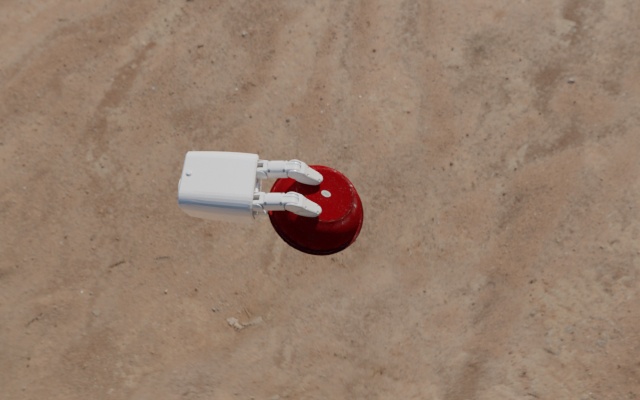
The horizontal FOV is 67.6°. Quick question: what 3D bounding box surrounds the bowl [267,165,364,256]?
[{"bbox_3d":[0.002,0.002,0.753,0.162,0.162,0.055,0,-26,-17],"label":"bowl"}]
